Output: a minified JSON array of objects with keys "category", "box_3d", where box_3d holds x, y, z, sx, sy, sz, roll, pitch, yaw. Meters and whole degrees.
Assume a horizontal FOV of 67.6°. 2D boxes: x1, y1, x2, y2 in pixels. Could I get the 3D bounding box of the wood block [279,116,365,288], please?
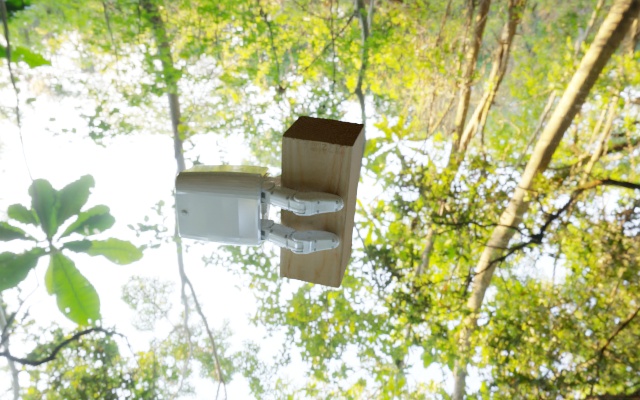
[{"category":"wood block","box_3d":[0.000,0.002,0.643,0.090,0.206,0.090,9,29,10]}]
